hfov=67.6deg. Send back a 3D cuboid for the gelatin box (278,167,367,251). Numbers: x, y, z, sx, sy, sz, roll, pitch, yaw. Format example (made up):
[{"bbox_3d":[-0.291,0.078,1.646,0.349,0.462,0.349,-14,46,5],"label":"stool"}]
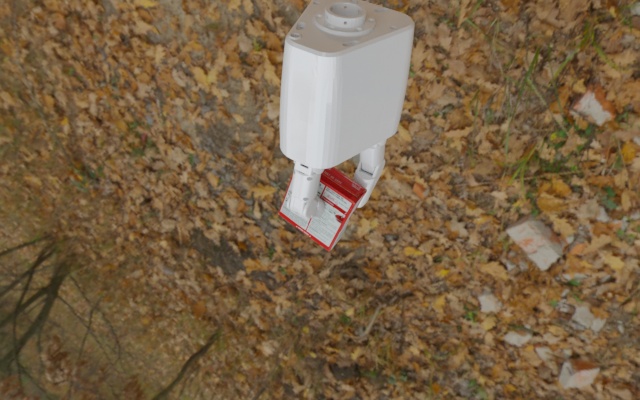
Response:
[{"bbox_3d":[0.000,0.002,0.511,0.073,0.089,0.030,35,47,10],"label":"gelatin box"}]
